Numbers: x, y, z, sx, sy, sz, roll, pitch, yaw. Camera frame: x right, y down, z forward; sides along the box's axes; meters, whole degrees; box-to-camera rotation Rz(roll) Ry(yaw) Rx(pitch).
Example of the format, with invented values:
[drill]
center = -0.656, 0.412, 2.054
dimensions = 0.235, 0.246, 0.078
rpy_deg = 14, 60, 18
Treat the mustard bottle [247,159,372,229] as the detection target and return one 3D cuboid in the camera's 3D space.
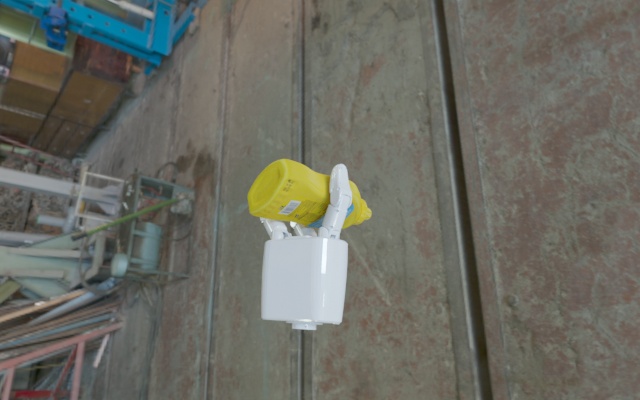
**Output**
[mustard bottle]
center = 0.000, 0.002, 0.680
dimensions = 0.192, 0.058, 0.096
rpy_deg = 15, -44, -37
